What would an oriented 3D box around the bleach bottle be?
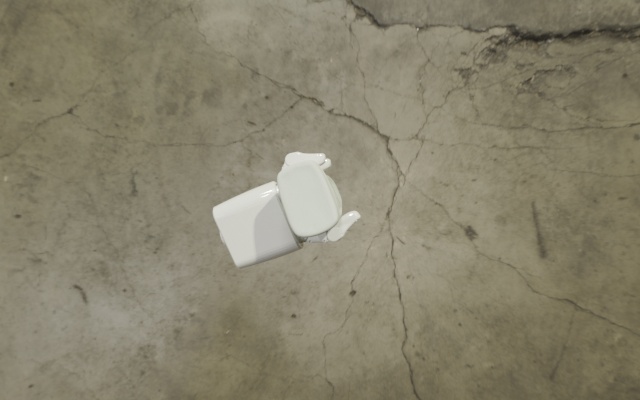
[{"bbox_3d":[0.000,0.002,0.737,0.068,0.102,0.251,-21,-6,7],"label":"bleach bottle"}]
